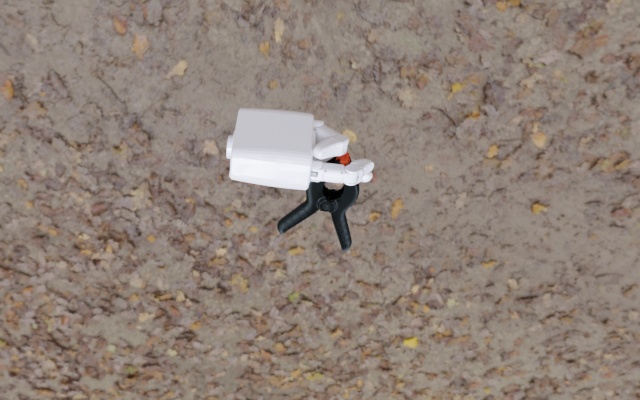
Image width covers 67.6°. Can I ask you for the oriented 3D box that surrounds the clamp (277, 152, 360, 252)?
[{"bbox_3d":[0.000,0.003,0.717,0.120,0.172,0.039,6,34,-6],"label":"clamp"}]
